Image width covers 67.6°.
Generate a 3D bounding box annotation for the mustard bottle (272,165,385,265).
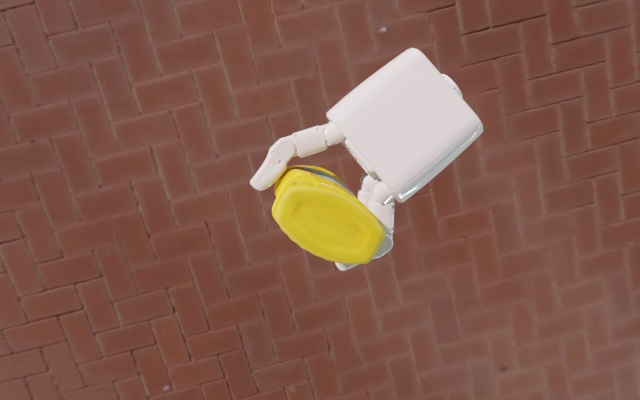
[{"bbox_3d":[0.000,0.002,0.483,0.096,0.058,0.191,25,9,-10],"label":"mustard bottle"}]
